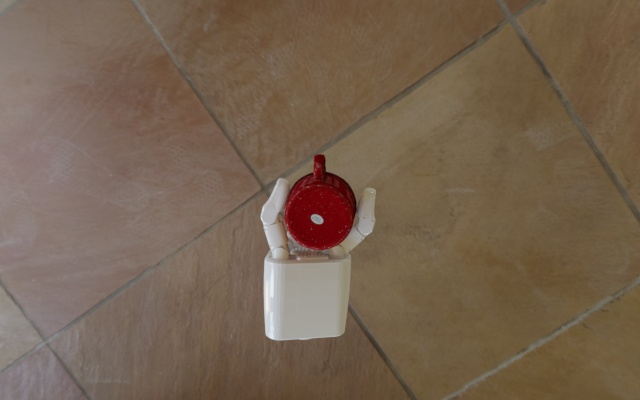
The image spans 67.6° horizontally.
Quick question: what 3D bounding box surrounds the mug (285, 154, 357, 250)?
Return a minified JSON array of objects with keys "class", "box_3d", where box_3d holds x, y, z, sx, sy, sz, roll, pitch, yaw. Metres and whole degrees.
[{"class":"mug","box_3d":[0.000,0.001,0.588,0.093,0.117,0.081,2,9,2]}]
